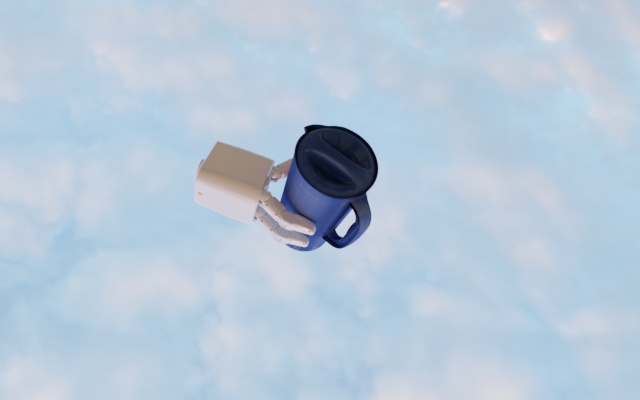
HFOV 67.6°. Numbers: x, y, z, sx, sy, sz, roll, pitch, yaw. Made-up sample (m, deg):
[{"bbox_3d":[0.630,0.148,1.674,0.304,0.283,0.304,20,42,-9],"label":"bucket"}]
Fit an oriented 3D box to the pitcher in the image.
[{"bbox_3d":[0.000,0.003,0.811,0.145,0.149,0.243,19,-33,-6],"label":"pitcher"}]
